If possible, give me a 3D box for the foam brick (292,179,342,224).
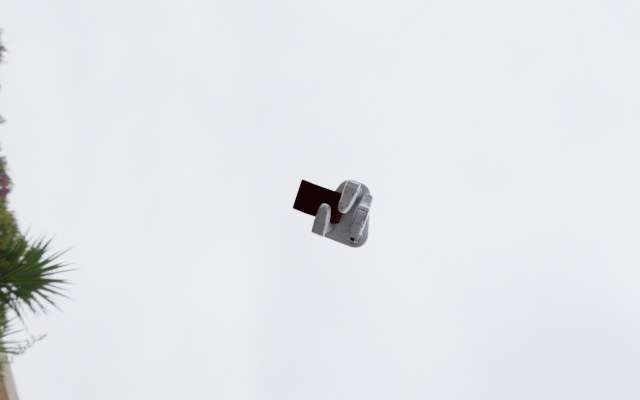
[{"bbox_3d":[0.000,0.002,0.799,0.078,0.053,0.051,21,2,8],"label":"foam brick"}]
